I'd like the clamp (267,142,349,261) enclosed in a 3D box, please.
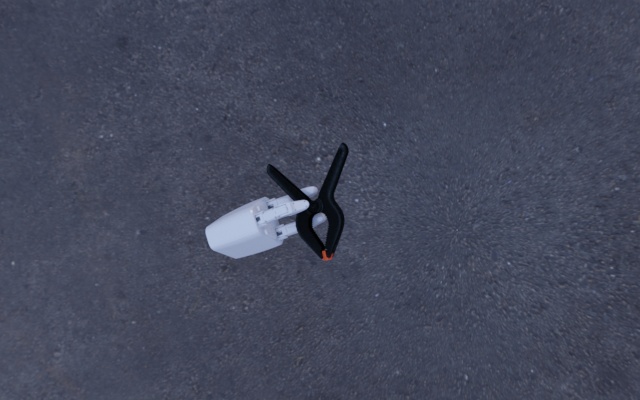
[{"bbox_3d":[0.000,0.003,0.878,0.164,0.210,0.036,-21,-9,19],"label":"clamp"}]
